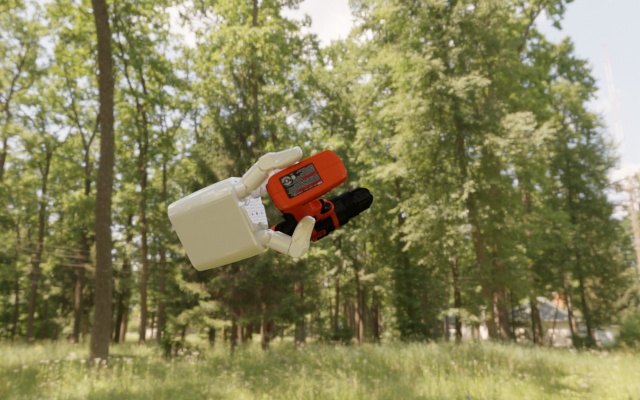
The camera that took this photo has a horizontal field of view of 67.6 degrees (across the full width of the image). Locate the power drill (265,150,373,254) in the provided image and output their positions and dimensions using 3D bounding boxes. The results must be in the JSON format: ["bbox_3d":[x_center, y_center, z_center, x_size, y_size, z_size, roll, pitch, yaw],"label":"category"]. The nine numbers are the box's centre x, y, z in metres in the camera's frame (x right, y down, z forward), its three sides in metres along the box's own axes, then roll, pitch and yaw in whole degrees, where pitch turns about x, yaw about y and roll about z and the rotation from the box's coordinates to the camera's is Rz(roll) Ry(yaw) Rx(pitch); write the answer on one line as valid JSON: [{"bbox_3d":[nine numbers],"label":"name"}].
[{"bbox_3d":[0.000,0.002,0.707,0.184,0.057,0.188,-28,-24,-9],"label":"power drill"}]
